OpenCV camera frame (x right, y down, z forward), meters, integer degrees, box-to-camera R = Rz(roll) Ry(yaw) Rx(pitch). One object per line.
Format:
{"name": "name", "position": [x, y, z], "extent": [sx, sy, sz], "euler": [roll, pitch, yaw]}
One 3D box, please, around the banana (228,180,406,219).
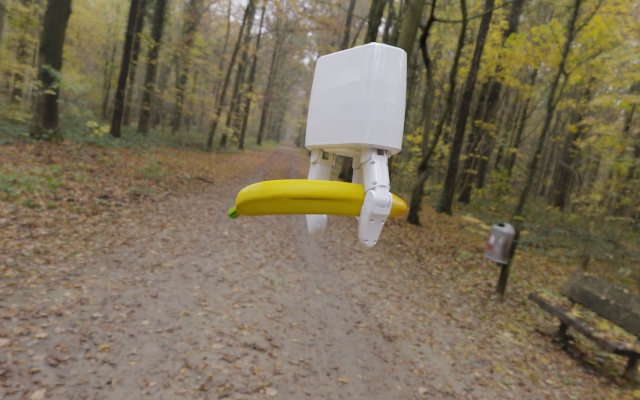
{"name": "banana", "position": [-0.003, -0.001, 0.505], "extent": [0.198, 0.037, 0.069], "euler": [0, -7, 0]}
